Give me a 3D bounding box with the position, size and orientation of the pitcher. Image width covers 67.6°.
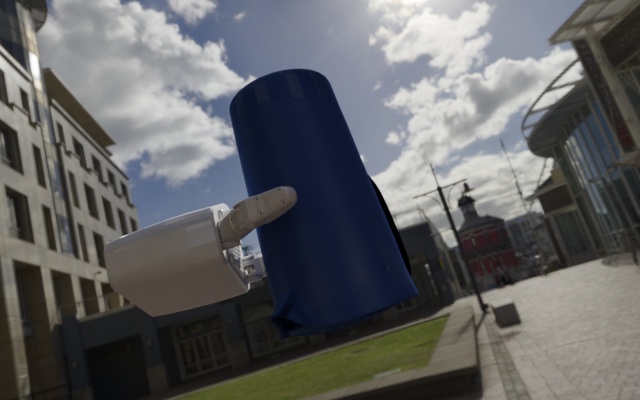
[{"bbox_3d":[0.000,0.002,0.472,0.145,0.242,0.149,-18,-13,0],"label":"pitcher"}]
